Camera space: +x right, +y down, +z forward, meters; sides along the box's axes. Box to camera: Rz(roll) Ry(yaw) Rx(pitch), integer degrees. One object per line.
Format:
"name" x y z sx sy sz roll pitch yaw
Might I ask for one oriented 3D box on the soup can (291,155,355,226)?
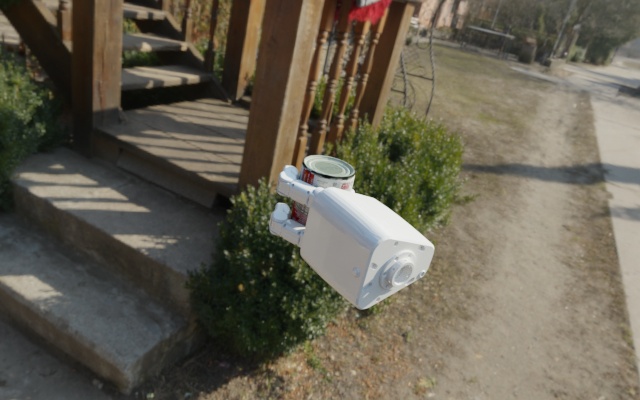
"soup can" 0.000 0.001 0.606 0.068 0.102 0.068 11 25 -5
